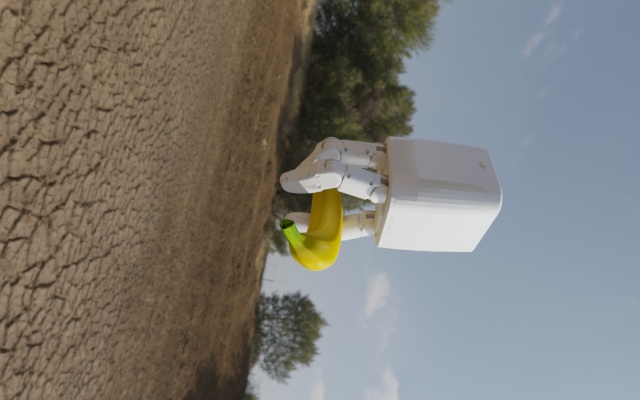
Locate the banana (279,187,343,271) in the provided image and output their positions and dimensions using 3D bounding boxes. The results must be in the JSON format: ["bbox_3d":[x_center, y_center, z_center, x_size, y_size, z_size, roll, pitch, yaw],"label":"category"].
[{"bbox_3d":[0.001,0.020,0.474,0.037,0.070,0.197,-3,16,9],"label":"banana"}]
